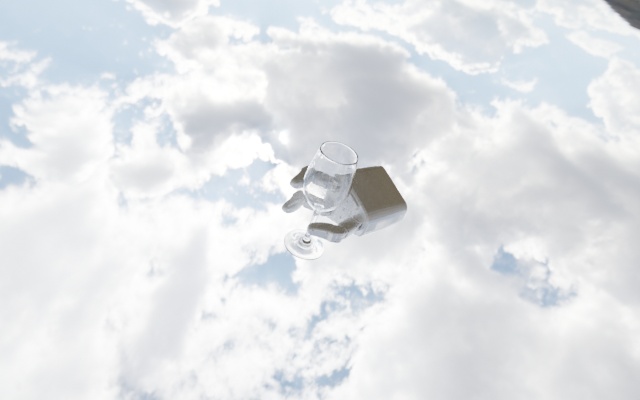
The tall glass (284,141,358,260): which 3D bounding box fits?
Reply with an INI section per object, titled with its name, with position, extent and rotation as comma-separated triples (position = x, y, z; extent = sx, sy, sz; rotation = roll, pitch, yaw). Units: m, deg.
[tall glass]
position = 0.000, 0.003, 0.780
extent = 0.079, 0.201, 0.079
rotation = 13, 37, -10
